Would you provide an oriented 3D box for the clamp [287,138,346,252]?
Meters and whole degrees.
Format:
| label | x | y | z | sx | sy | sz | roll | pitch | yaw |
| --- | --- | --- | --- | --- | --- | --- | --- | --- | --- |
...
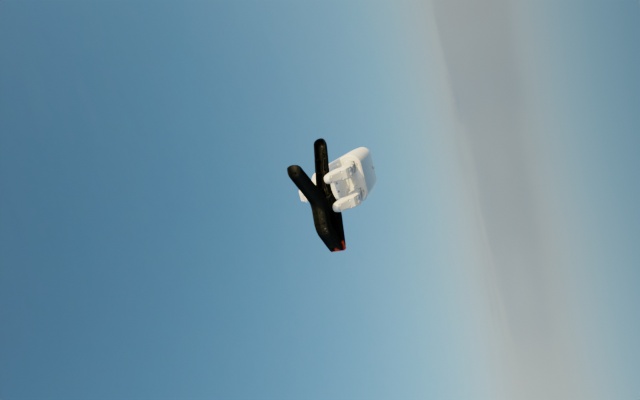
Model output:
| label | x | y | z | sx | sy | sz | roll | pitch | yaw |
| --- | --- | --- | --- | --- | --- | --- | --- | --- | --- |
| clamp | 0.000 | 0.003 | 0.862 | 0.036 | 0.210 | 0.164 | -10 | 13 | 23 |
